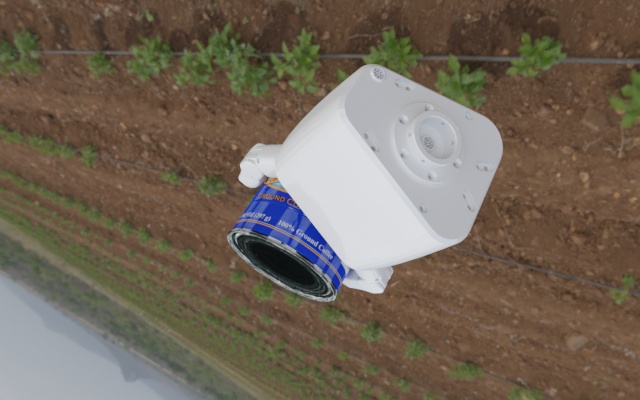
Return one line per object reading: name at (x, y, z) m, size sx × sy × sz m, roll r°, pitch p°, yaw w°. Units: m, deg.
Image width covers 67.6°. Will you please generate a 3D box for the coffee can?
coffee can at (0.000, 0.001, 0.419) m, size 0.103 × 0.140 × 0.103 m, roll 25°, pitch -25°, yaw 13°
